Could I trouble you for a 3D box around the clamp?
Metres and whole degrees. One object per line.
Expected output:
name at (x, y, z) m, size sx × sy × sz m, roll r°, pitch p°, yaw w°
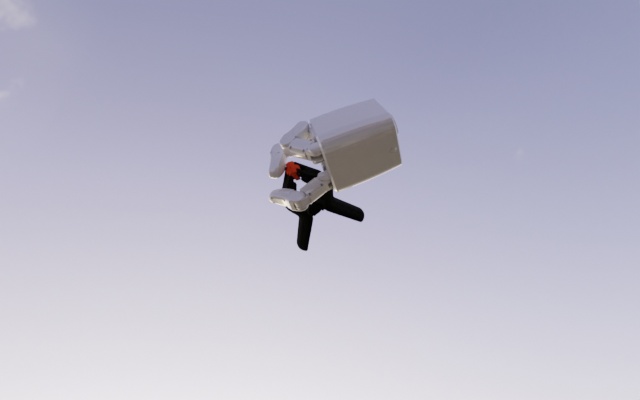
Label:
clamp at (0.000, 0.002, 0.738) m, size 0.120 × 0.172 × 0.039 m, roll -26°, pitch 46°, yaw -6°
